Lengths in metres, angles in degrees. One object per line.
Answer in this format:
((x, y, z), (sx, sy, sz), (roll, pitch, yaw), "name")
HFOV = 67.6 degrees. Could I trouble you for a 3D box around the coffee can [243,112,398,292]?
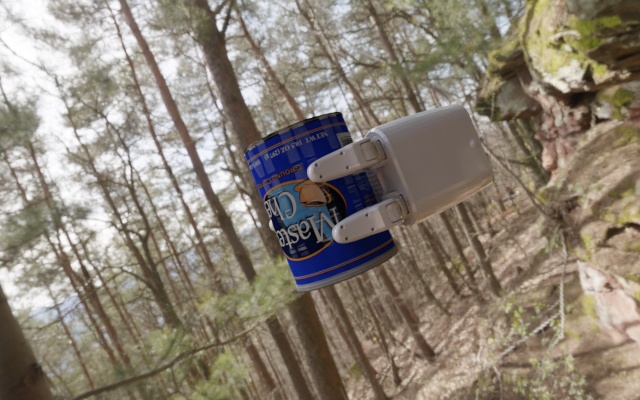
((0.000, 0.002, 0.453), (0.103, 0.140, 0.103), (-22, 0, 0), "coffee can")
